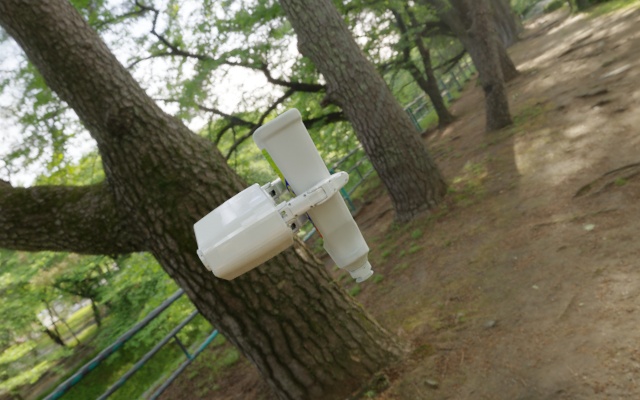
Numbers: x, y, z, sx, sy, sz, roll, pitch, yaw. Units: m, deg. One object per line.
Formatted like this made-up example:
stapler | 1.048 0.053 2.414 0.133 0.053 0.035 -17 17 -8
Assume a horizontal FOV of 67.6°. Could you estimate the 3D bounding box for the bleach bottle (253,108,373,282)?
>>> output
bleach bottle | 0.000 0.002 0.653 0.068 0.251 0.102 -32 7 -7
